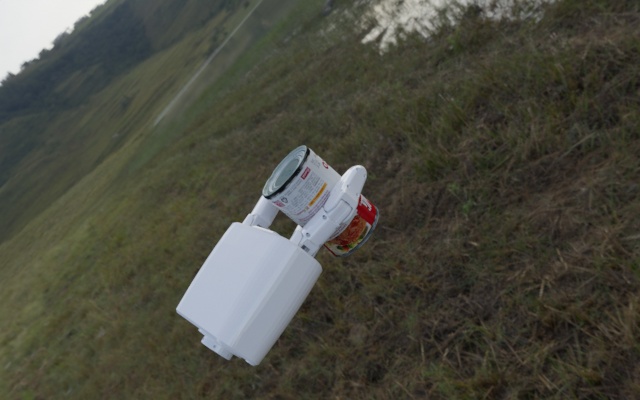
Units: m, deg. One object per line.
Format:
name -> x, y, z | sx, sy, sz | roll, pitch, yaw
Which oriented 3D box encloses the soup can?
soup can -> 0.000, 0.001, 0.485 | 0.102, 0.068, 0.068 | 40, -17, -20
